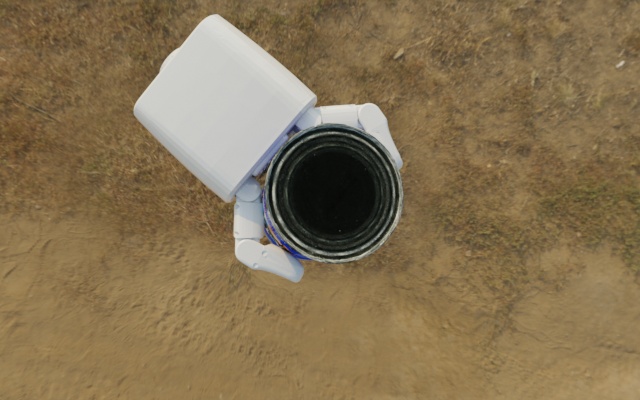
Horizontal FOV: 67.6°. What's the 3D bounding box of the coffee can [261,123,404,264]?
[{"bbox_3d":[0.000,0.002,0.411,0.103,0.103,0.140,0,-6,-9],"label":"coffee can"}]
